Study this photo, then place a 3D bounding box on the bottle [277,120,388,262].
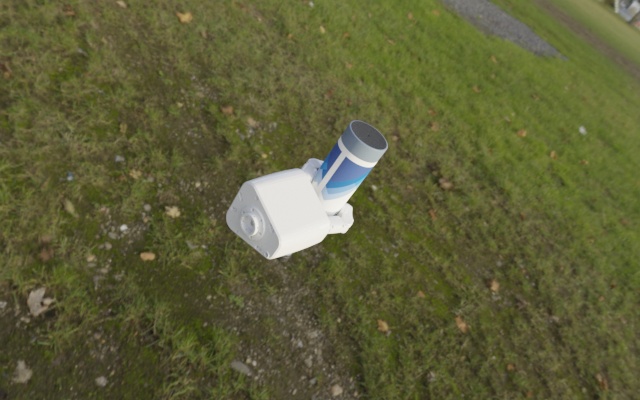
[{"bbox_3d":[0.000,0.002,0.782,0.069,0.069,0.296,0,-42,-40],"label":"bottle"}]
